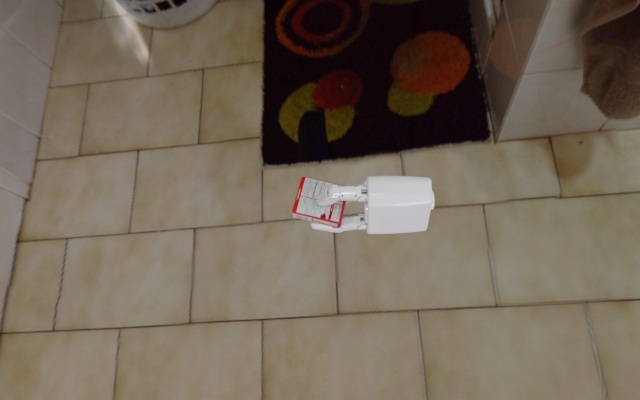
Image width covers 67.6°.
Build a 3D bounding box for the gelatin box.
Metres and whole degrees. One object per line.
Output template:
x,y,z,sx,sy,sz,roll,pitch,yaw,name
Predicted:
0.000,0.003,0.853,0.089,0.073,0.030,13,-19,4,gelatin box
